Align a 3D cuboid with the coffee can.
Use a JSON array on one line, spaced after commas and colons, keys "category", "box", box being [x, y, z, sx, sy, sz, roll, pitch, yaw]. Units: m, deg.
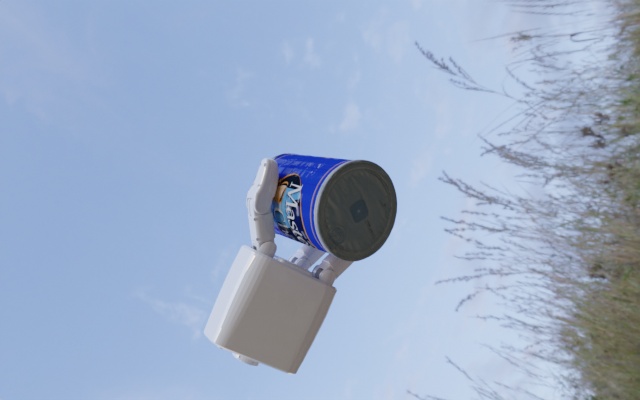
[{"category": "coffee can", "box": [0.000, 0.002, 0.532, 0.103, 0.103, 0.140, 0, 8, -35]}]
